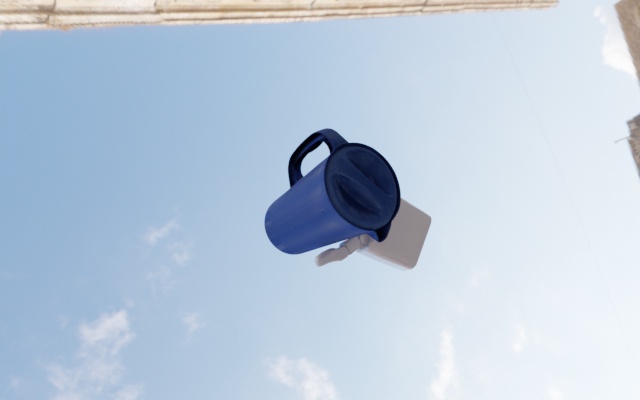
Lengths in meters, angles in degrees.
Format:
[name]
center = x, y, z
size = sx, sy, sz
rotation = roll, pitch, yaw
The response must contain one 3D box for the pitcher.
[pitcher]
center = 0.000, 0.003, 0.769
size = 0.145, 0.149, 0.243
rotation = 23, -28, -24
